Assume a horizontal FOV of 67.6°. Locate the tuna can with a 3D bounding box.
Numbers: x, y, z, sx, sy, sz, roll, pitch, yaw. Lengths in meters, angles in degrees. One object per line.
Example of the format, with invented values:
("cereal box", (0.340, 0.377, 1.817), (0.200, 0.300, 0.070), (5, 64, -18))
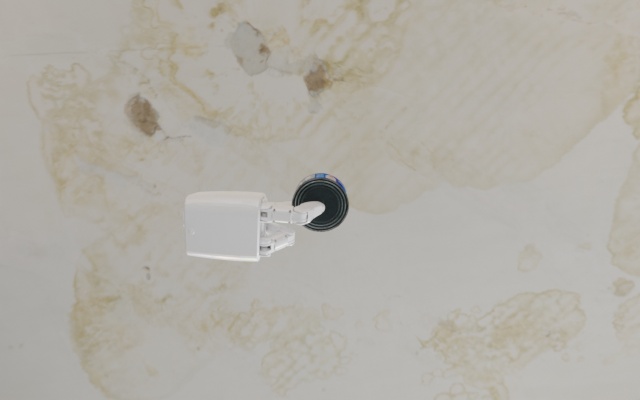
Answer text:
("tuna can", (0.000, 0.002, 0.728), (0.086, 0.086, 0.033), (0, 19, 1))
